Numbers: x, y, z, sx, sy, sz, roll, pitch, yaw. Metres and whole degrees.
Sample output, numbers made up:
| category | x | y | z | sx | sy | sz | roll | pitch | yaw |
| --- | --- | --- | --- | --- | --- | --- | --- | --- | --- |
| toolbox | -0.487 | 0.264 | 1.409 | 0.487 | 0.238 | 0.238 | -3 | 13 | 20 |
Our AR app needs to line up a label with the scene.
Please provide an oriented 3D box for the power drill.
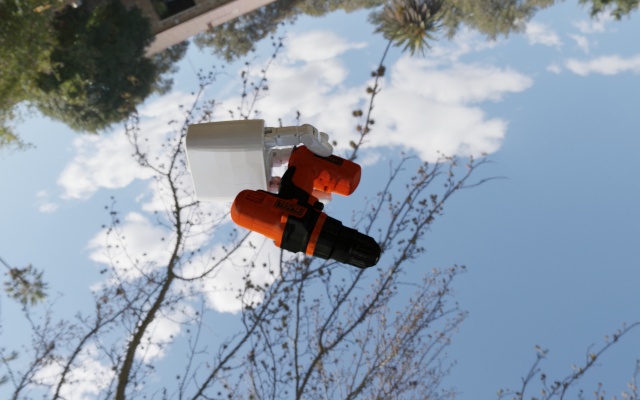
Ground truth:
| category | x | y | z | sx | sy | sz | roll | pitch | yaw |
| --- | --- | --- | --- | --- | --- | --- | --- | --- | --- |
| power drill | 0.000 | 0.002 | 0.617 | 0.184 | 0.057 | 0.187 | 21 | 31 | 4 |
